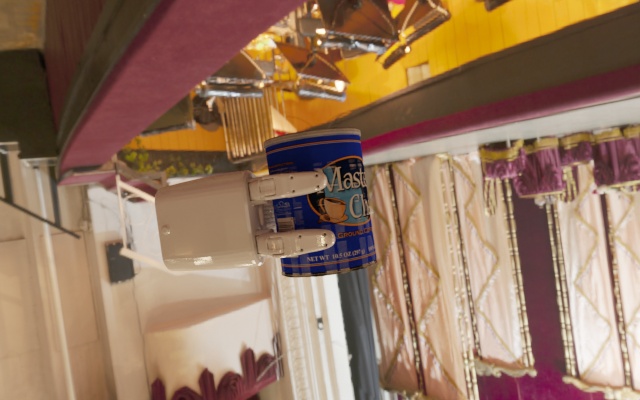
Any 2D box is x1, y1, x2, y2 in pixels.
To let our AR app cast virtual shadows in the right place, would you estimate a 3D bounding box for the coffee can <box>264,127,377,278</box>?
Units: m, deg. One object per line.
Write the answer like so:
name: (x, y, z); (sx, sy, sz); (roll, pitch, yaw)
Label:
coffee can: (0.000, 0.001, 0.504); (0.103, 0.140, 0.103); (-8, 0, 0)
